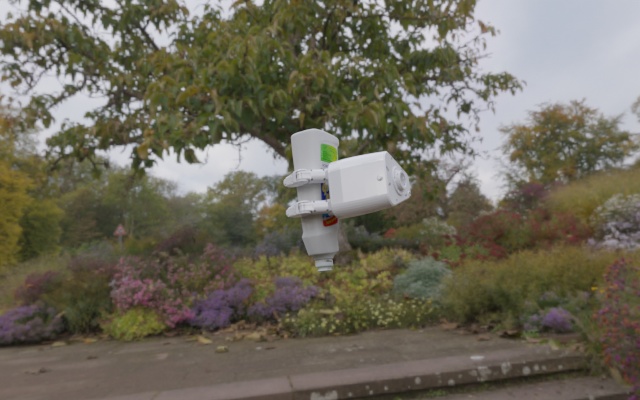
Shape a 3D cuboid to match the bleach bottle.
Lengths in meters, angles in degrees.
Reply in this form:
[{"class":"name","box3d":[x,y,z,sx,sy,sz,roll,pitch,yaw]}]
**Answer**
[{"class":"bleach bottle","box3d":[0.000,0.003,0.871,0.068,0.250,0.102,-12,-13,29]}]
